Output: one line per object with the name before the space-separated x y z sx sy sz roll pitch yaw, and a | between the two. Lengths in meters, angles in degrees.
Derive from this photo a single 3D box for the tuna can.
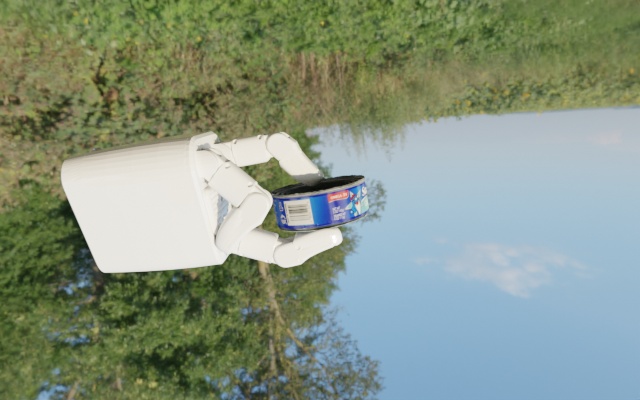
tuna can | 0.000 0.002 0.431 0.086 0.034 0.086 -10 9 2
